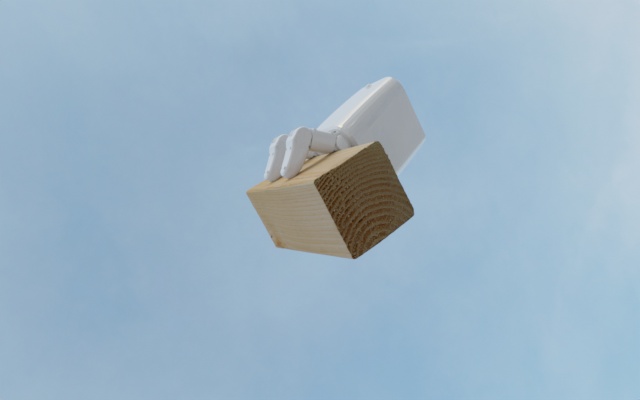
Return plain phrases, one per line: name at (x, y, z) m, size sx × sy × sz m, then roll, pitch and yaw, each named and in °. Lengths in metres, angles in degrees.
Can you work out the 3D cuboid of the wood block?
wood block at (0.000, 0.002, 0.561) m, size 0.090 × 0.091 × 0.206 m, roll -34°, pitch 12°, yaw -23°
